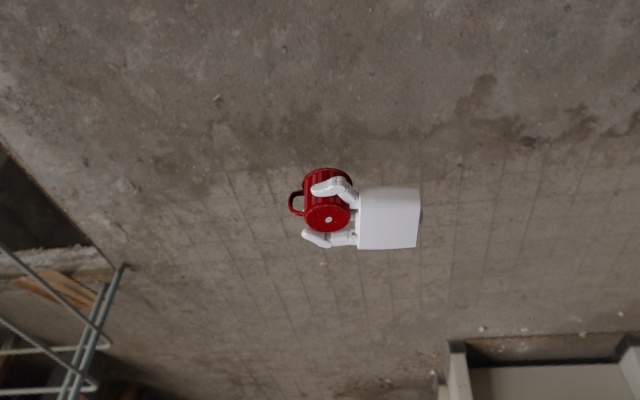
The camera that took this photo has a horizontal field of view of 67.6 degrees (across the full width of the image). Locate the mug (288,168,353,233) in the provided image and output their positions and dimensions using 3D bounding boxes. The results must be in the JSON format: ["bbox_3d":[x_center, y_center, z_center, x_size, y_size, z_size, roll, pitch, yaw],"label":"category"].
[{"bbox_3d":[-0.001,0.003,0.847,0.117,0.081,0.093,-1,-41,2],"label":"mug"}]
